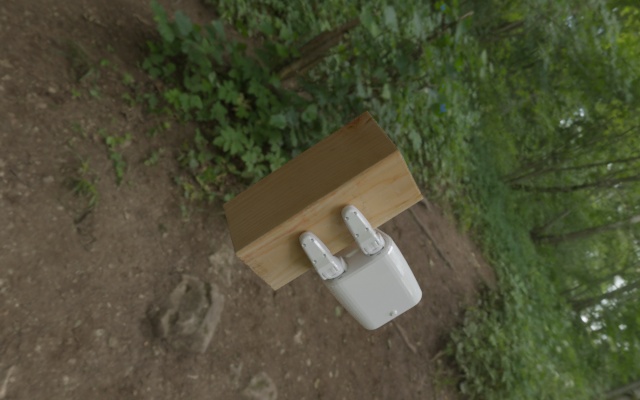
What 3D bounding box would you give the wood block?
[{"bbox_3d":[0.000,0.002,0.563,0.206,0.090,0.090,-33,-48,5],"label":"wood block"}]
